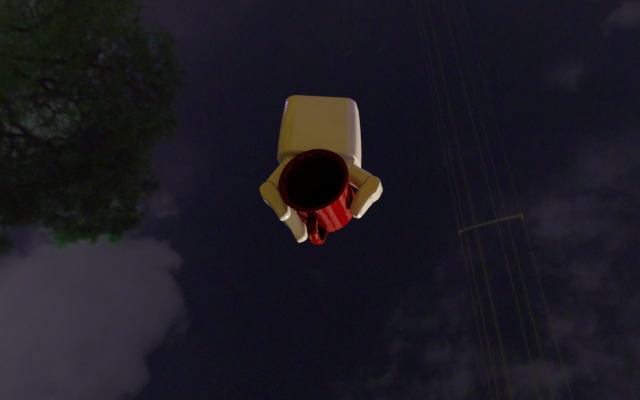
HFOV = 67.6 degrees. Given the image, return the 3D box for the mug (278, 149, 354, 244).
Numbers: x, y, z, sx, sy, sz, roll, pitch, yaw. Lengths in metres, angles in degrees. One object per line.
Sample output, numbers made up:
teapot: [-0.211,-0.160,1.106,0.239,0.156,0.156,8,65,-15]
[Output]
mug: [0.000,0.003,0.633,0.093,0.117,0.081,-5,-29,15]
